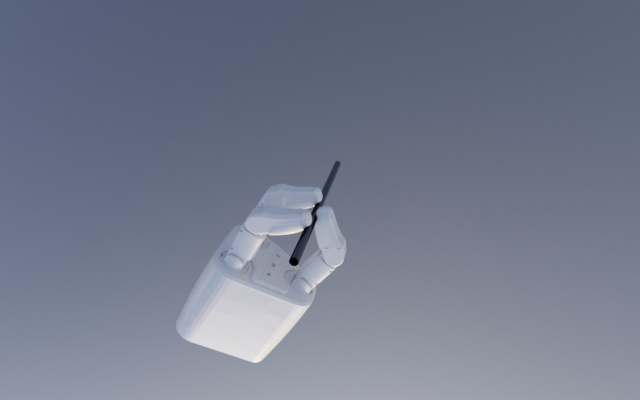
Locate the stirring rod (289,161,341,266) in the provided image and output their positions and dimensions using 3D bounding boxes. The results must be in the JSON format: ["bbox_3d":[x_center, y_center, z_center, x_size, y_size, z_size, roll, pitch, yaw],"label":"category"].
[{"bbox_3d":[0.000,0.002,0.489,0.011,0.011,0.239,0,23,11],"label":"stirring rod"}]
